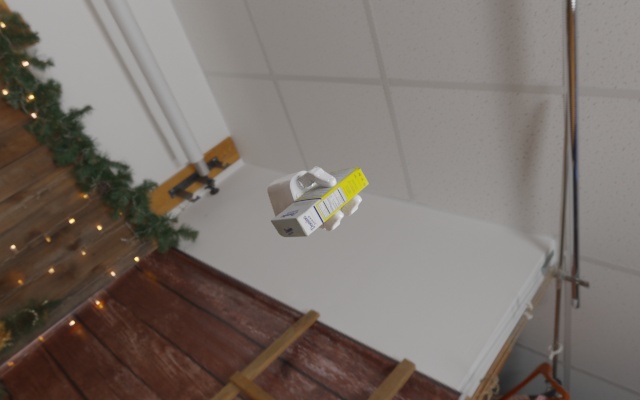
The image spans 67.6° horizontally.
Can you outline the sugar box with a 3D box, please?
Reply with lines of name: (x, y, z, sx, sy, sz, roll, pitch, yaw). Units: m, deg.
sugar box: (0.000, 0.003, 0.894, 0.176, 0.048, 0.093, -42, 19, -30)
